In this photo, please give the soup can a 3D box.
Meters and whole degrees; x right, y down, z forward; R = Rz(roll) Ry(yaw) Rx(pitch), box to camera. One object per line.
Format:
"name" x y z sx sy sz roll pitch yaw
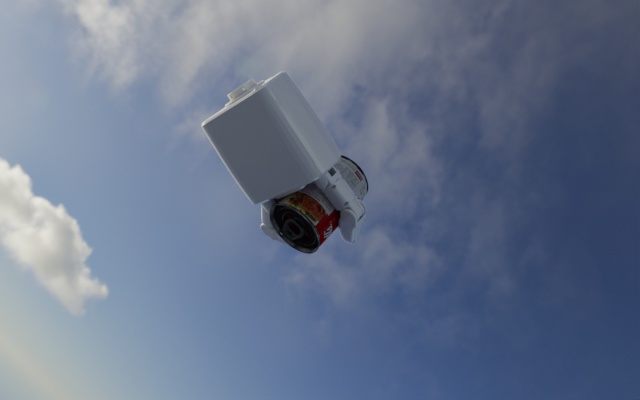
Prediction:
"soup can" 0.001 0.002 0.542 0.068 0.068 0.102 0 36 46
